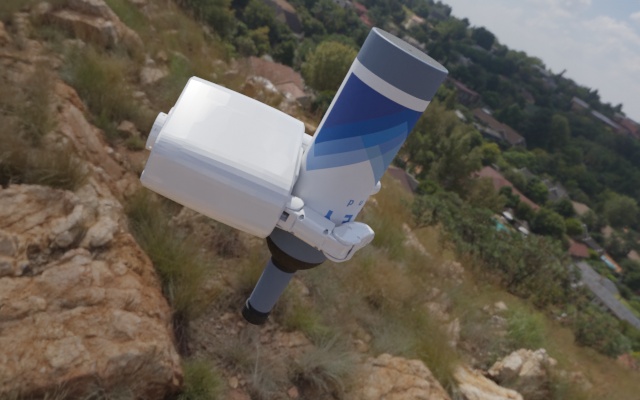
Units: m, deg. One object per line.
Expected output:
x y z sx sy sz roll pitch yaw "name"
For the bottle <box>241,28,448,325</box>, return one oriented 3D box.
0.000 0.001 0.421 0.069 0.296 0.069 24 26 -13 "bottle"
